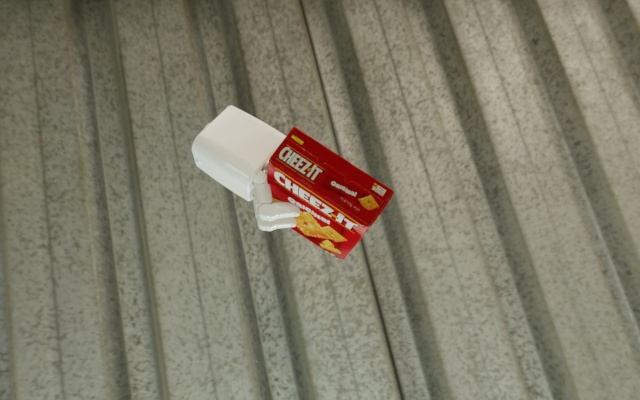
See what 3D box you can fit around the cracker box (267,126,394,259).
[{"bbox_3d":[0.000,0.002,0.725,0.164,0.072,0.214,33,-19,4],"label":"cracker box"}]
